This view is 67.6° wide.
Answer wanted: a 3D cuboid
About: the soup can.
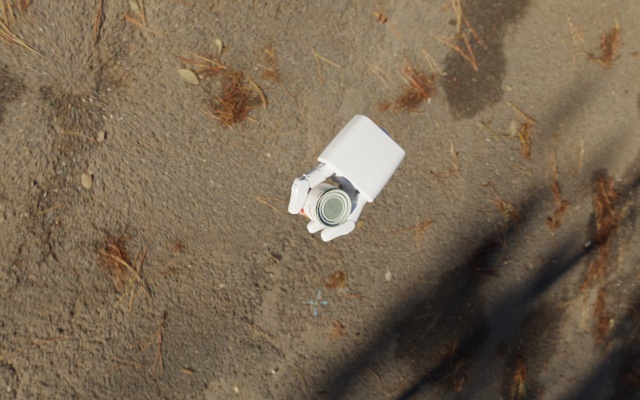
[{"bbox_3d":[0.000,0.003,0.814,0.068,0.068,0.102,0,12,-28],"label":"soup can"}]
